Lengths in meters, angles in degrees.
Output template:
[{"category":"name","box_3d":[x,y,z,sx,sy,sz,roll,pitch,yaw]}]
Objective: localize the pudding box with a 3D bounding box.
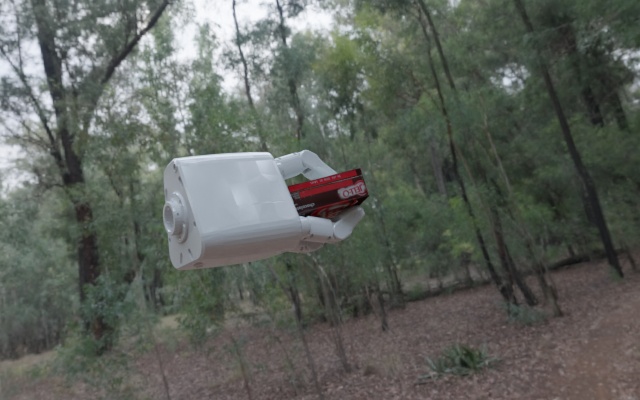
[{"category":"pudding box","box_3d":[0.000,0.002,0.560,0.090,0.039,0.113,-14,-8,-10]}]
